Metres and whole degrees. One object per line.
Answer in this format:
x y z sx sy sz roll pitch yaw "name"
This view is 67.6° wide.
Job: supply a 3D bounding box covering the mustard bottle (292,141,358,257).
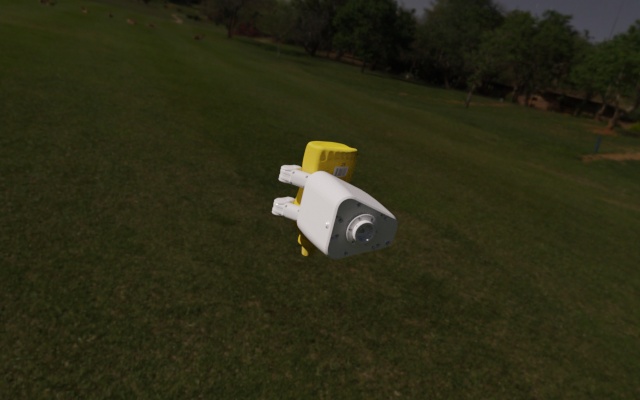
0.000 0.002 0.779 0.058 0.192 0.096 26 19 37 "mustard bottle"
